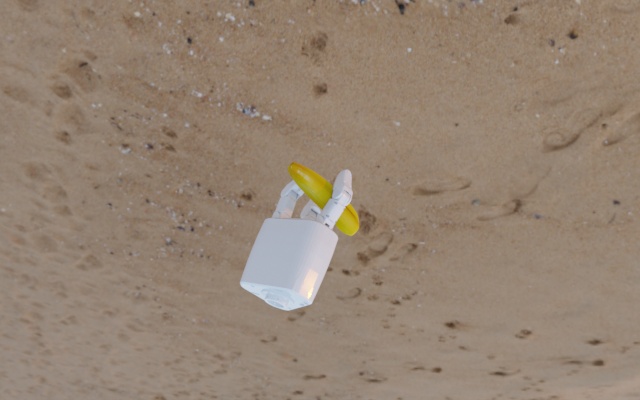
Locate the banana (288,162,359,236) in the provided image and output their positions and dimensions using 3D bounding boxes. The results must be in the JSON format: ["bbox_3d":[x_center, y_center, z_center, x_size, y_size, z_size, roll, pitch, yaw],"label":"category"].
[{"bbox_3d":[0.016,0.009,0.731,0.069,0.037,0.198,19,-19,35],"label":"banana"}]
